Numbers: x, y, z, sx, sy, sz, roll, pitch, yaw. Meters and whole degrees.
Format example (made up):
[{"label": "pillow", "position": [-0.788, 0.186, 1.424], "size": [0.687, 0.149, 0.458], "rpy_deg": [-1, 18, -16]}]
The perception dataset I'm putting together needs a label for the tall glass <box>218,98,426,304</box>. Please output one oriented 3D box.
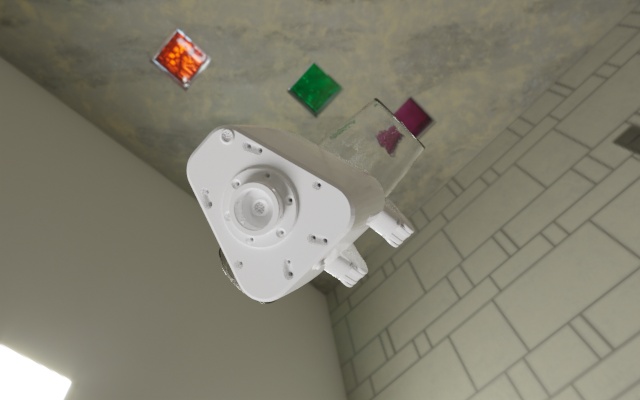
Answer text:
[{"label": "tall glass", "position": [0.000, 0.002, 0.433], "size": [0.201, 0.079, 0.079], "rpy_deg": [-45, -13, 14]}]
